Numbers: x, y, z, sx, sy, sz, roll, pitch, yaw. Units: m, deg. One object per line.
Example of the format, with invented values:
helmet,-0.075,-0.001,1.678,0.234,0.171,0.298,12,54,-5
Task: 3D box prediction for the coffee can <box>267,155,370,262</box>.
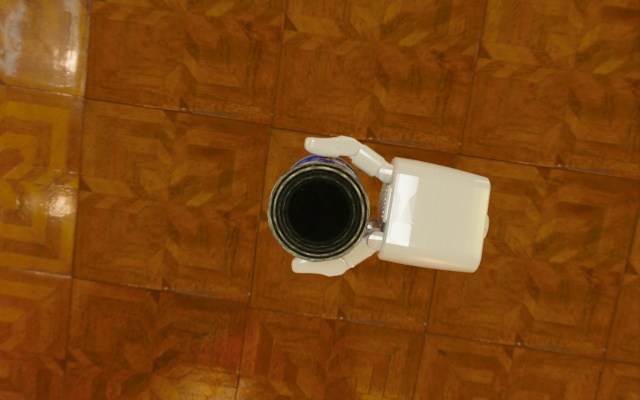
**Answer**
coffee can,0.000,0.002,0.541,0.103,0.103,0.140,0,8,2
